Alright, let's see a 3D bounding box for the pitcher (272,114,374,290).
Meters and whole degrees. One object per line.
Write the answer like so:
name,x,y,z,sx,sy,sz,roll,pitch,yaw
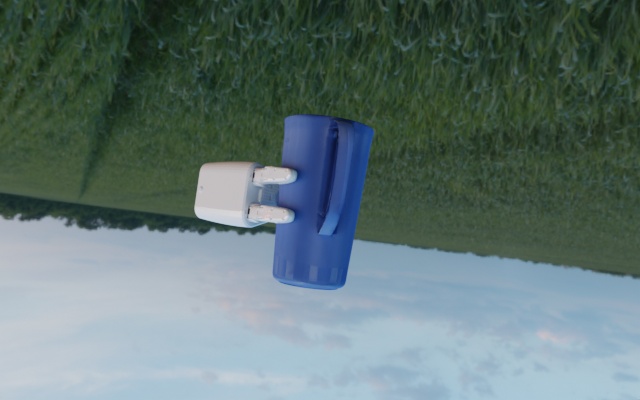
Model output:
pitcher,0.000,0.002,0.690,0.145,0.243,0.149,5,-4,30
